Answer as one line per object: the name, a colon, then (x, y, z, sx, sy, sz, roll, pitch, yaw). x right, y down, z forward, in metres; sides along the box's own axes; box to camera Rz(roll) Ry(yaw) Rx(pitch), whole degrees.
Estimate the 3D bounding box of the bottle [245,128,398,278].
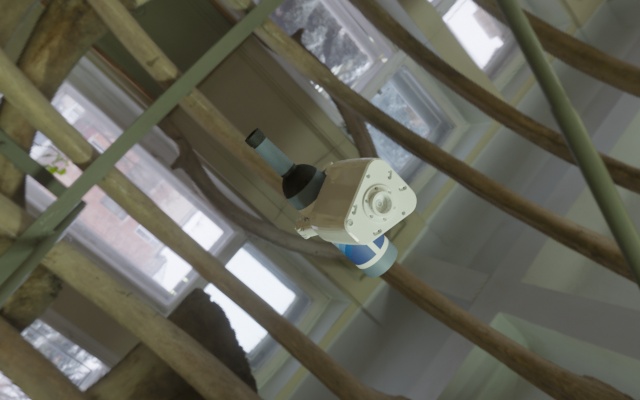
bottle: (0.000, 0.003, 0.734, 0.296, 0.069, 0.069, 44, -17, -18)
